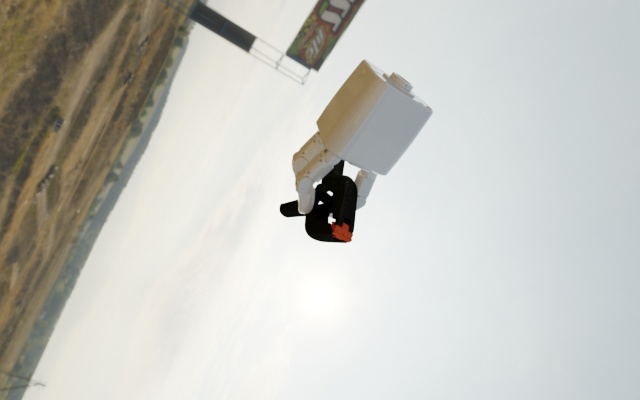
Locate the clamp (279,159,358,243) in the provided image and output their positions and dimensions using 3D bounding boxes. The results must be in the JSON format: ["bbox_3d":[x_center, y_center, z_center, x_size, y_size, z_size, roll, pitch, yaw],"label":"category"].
[{"bbox_3d":[0.001,0.003,0.657,0.036,0.164,0.209,28,24,-24],"label":"clamp"}]
